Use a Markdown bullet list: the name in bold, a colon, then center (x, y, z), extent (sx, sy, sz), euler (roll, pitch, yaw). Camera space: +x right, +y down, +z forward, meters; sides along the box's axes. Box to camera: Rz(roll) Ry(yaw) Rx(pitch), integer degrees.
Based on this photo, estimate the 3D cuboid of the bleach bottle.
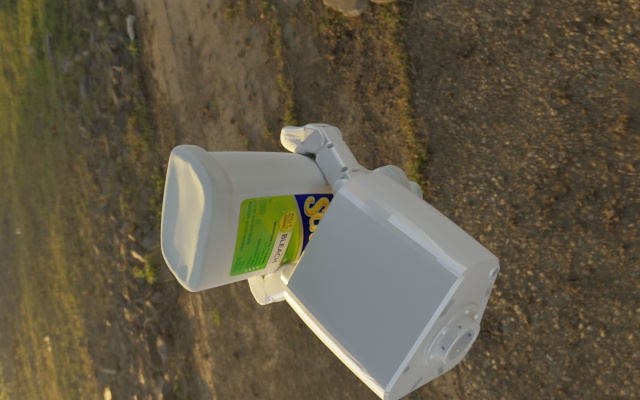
- **bleach bottle**: center (0.000, 0.001, 0.403), extent (0.251, 0.103, 0.068), euler (-8, 35, -40)
